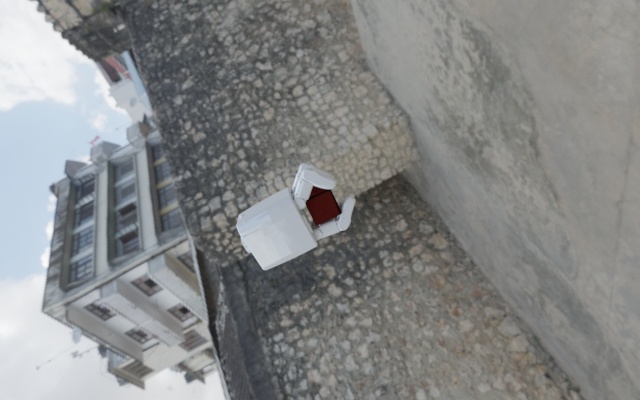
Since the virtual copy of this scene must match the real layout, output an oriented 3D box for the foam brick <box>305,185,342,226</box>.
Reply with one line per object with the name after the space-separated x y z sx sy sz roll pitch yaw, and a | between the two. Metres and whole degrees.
0.000 0.003 0.856 0.051 0.053 0.078 -26 14 0 | foam brick
